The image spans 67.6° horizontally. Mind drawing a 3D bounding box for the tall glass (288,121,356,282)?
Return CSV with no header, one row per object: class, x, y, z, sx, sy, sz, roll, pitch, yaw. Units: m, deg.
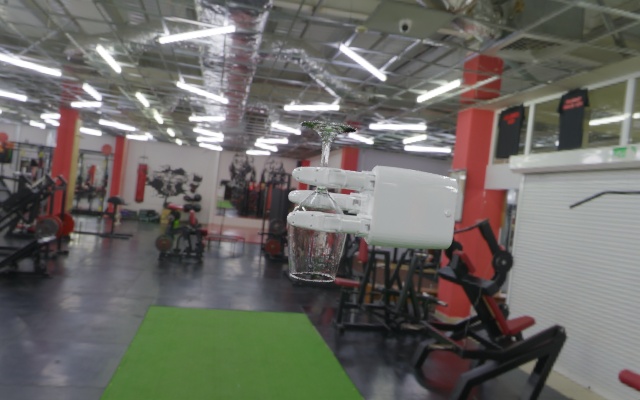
tall glass,0.000,0.001,0.628,0.079,0.201,0.079,7,0,0
